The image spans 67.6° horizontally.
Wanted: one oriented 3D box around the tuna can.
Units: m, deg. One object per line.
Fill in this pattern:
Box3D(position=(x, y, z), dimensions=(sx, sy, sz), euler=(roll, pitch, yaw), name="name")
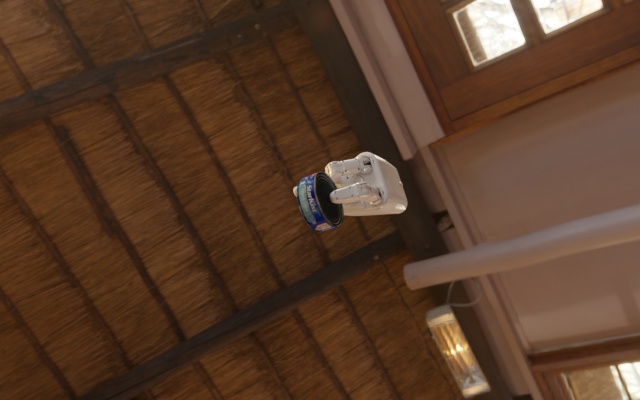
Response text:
Box3D(position=(0.000, 0.002, 0.704), dimensions=(0.034, 0.086, 0.086), euler=(-19, -8, 23), name="tuna can")
